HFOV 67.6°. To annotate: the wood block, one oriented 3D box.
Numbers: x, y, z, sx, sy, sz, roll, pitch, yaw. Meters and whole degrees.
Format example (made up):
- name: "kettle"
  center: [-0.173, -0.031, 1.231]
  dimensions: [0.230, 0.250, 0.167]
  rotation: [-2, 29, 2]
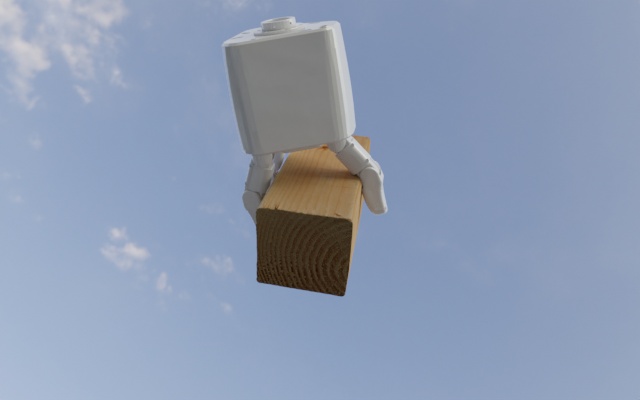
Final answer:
- name: "wood block"
  center: [0.000, 0.001, 0.532]
  dimensions: [0.091, 0.090, 0.206]
  rotation: [8, 29, 7]
